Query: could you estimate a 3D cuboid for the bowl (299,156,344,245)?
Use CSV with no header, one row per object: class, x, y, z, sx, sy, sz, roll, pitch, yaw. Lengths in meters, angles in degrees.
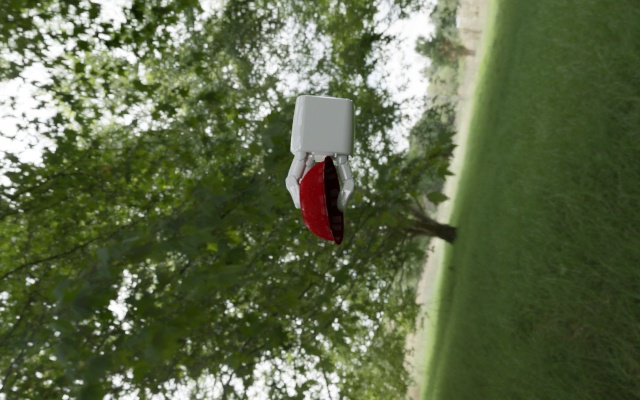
bowl,0.000,0.004,0.858,0.055,0.162,0.162,-8,-2,12
